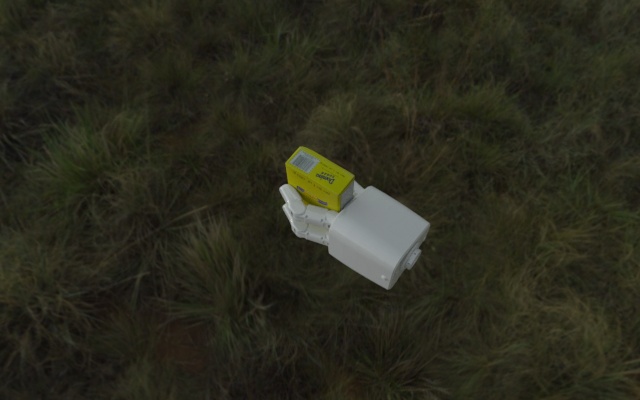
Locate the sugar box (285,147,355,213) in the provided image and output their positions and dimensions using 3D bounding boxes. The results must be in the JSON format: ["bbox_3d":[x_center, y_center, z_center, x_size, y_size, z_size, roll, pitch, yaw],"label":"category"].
[{"bbox_3d":[0.000,0.003,0.719,0.093,0.048,0.176,32,-27,19],"label":"sugar box"}]
